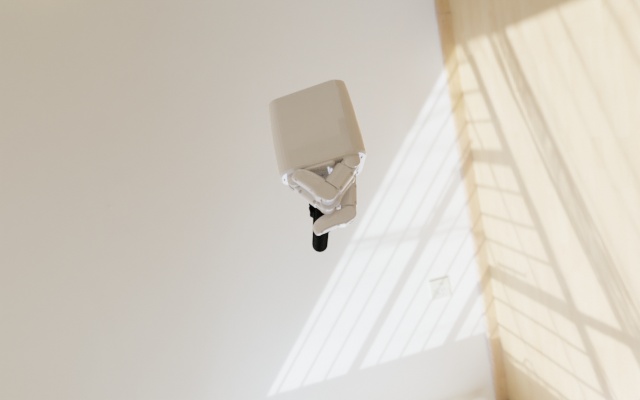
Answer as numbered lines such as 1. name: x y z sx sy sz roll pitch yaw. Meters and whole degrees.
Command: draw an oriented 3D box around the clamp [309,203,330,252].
1. clamp: 0.000 0.002 0.701 0.039 0.120 0.171 -7 -17 -8
